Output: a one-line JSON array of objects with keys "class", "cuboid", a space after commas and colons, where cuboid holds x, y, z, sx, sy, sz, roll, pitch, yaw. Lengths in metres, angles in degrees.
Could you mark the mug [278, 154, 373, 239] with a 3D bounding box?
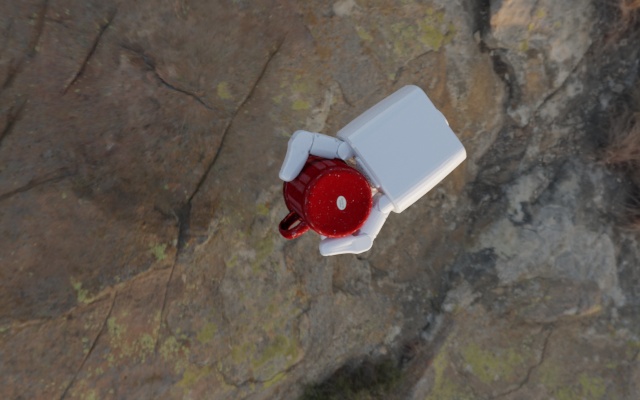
[{"class": "mug", "cuboid": [-0.001, 0.003, 0.549, 0.117, 0.093, 0.081, -38, 19, -5]}]
